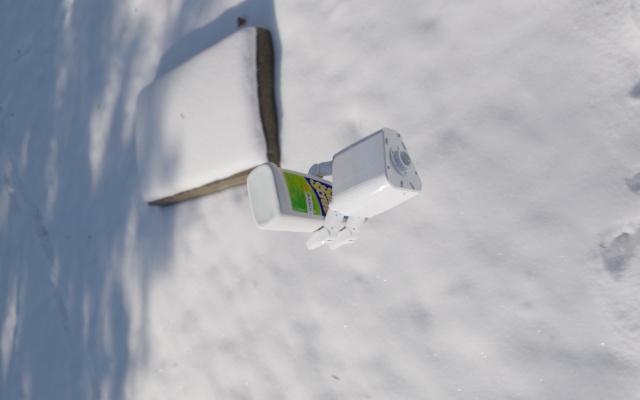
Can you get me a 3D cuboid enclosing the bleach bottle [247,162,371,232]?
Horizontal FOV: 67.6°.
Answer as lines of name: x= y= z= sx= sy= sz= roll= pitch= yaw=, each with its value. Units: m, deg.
bleach bottle: x=0.000 y=0.003 z=0.800 sx=0.251 sy=0.102 sz=0.068 roll=5 pitch=-26 yaw=-45
